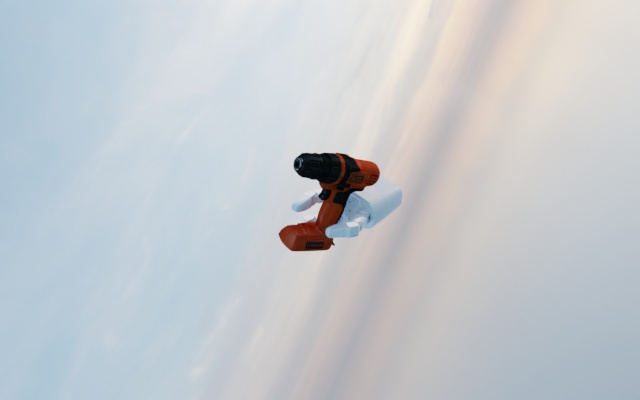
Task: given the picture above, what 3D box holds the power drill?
[{"bbox_3d":[0.000,0.003,0.822,0.184,0.188,0.057,5,35,-42],"label":"power drill"}]
